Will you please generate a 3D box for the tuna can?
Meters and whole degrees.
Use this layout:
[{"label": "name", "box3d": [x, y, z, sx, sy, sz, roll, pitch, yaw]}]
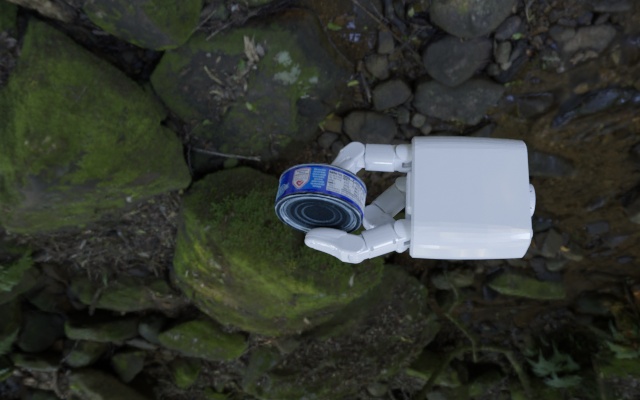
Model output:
[{"label": "tuna can", "box3d": [0.000, 0.002, 0.457, 0.086, 0.033, 0.086, 7, -29, 4]}]
